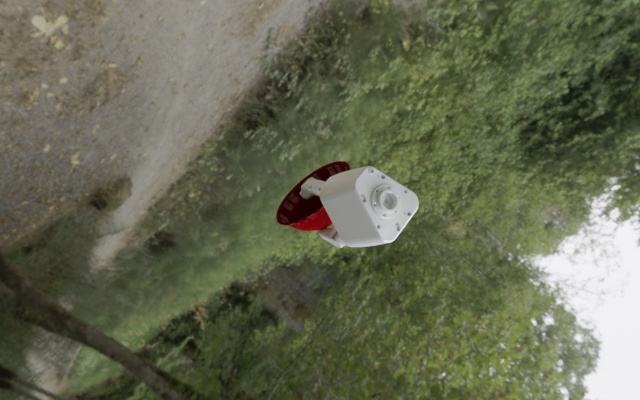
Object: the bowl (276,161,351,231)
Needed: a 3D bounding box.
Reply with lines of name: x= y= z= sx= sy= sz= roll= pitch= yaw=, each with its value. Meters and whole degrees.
bowl: x=0.000 y=0.003 z=0.855 sx=0.162 sy=0.055 sz=0.162 roll=-32 pitch=25 yaw=17
